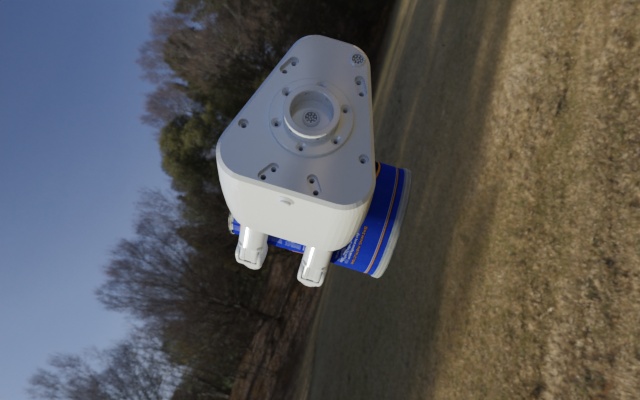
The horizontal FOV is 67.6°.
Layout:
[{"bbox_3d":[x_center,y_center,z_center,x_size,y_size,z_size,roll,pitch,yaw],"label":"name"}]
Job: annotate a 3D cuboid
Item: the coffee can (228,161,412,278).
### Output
[{"bbox_3d":[0.000,0.001,0.436,0.140,0.103,0.103,17,0,1],"label":"coffee can"}]
